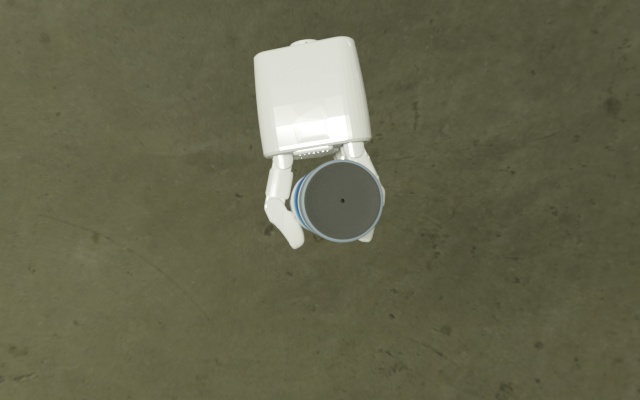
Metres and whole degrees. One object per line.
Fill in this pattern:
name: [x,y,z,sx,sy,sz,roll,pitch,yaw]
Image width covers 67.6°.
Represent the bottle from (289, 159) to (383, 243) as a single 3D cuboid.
bottle: [0.000,0.002,0.524,0.069,0.069,0.296,0,-1,-7]
